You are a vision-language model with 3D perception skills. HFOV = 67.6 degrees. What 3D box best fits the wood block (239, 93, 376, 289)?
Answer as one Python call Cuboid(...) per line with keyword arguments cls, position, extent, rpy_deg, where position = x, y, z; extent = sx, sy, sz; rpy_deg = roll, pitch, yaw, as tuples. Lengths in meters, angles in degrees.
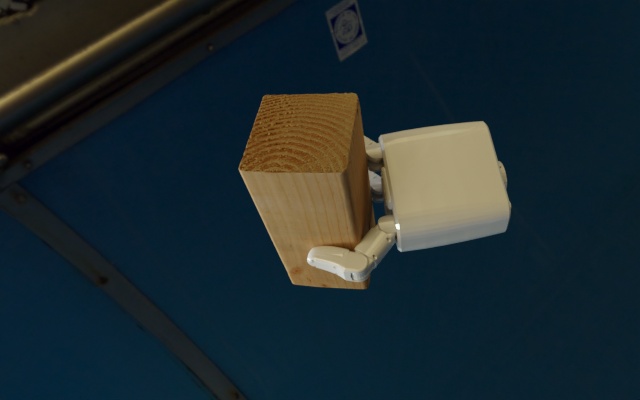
Cuboid(cls="wood block", position=(0.000, 0.002, 0.477), extent=(0.090, 0.090, 0.206), rpy_deg=(2, -36, 13))
